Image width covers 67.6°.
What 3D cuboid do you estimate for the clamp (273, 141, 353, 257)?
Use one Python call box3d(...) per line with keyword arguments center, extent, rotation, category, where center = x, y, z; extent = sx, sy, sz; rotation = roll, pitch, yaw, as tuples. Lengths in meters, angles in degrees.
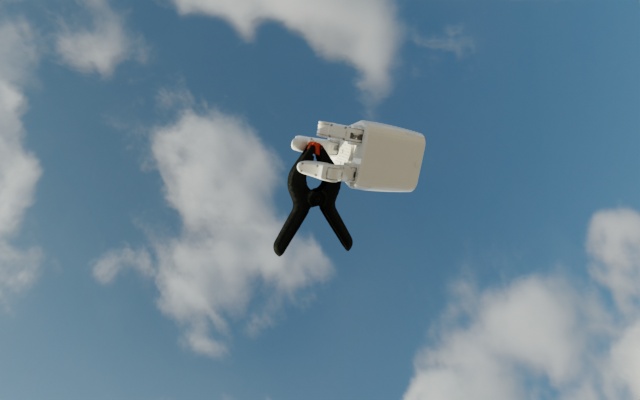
box3d(center=(0.000, 0.002, 0.699), extent=(0.120, 0.171, 0.039), rotation=(5, 11, -25), category="clamp")
